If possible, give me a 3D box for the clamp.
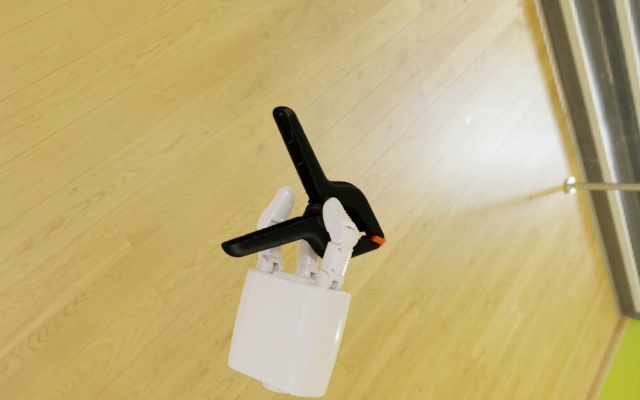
[{"bbox_3d":[0.001,0.002,0.537,0.210,0.164,0.036,21,-10,-38],"label":"clamp"}]
